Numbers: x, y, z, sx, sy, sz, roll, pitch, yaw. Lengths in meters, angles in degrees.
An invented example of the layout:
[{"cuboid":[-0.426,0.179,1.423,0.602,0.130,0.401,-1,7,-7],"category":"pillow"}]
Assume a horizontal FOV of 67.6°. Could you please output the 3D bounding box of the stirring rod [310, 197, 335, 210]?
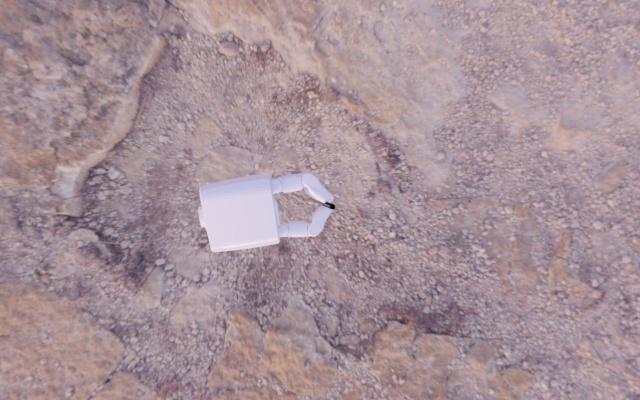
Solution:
[{"cuboid":[0.000,0.003,0.790,0.011,0.011,0.239,0,3,-8],"category":"stirring rod"}]
